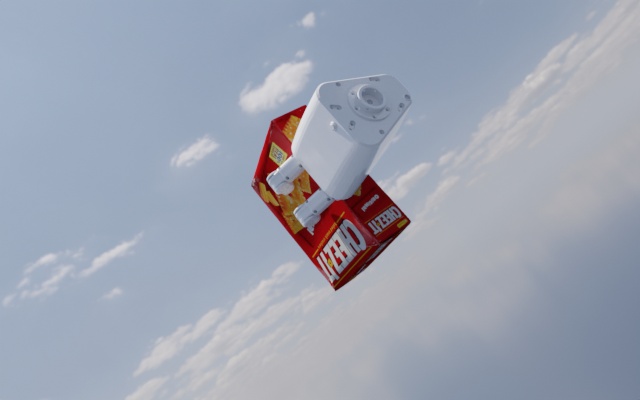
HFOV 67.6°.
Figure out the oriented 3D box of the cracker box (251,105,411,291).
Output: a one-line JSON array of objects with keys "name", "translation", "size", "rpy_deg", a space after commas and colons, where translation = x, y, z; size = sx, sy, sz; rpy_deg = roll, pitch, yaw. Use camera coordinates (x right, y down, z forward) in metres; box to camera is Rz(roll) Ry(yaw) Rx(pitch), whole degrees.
[{"name": "cracker box", "translation": [0.000, 0.002, 0.666], "size": [0.072, 0.213, 0.164], "rpy_deg": [-31, -16, -32]}]
